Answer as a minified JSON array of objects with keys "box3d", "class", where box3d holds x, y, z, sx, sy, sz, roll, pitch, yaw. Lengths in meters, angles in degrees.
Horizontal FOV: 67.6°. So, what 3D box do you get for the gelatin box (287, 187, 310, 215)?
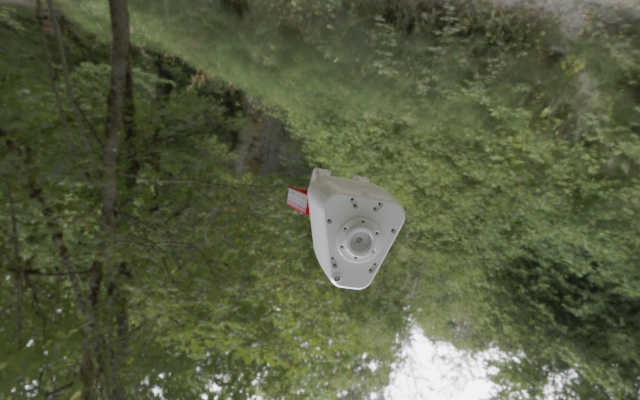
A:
[{"box3d":[0.000,0.003,0.684,0.073,0.030,0.089,6,6,-22],"class":"gelatin box"}]
